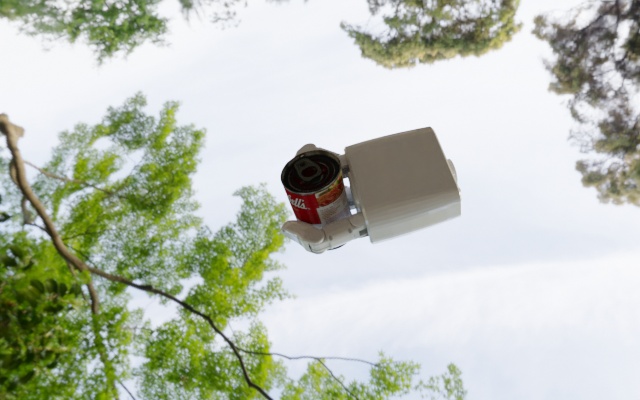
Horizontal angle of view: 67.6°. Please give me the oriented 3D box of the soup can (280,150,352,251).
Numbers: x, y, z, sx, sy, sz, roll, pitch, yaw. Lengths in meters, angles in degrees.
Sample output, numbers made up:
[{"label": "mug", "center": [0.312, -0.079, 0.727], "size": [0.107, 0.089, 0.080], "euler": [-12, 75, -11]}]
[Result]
[{"label": "soup can", "center": [0.000, 0.002, 0.552], "size": [0.068, 0.068, 0.102], "euler": [0, -43, 17]}]
